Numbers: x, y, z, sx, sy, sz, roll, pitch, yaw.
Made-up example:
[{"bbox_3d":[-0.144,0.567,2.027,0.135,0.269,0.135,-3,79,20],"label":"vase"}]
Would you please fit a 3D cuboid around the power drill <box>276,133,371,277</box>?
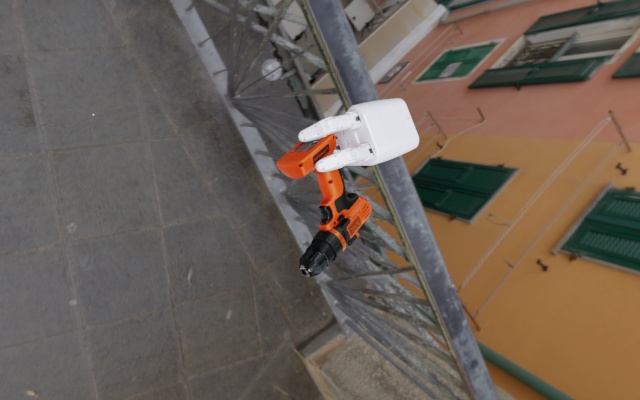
[{"bbox_3d":[0.000,0.002,0.756,0.057,0.188,0.184,2,37,38],"label":"power drill"}]
